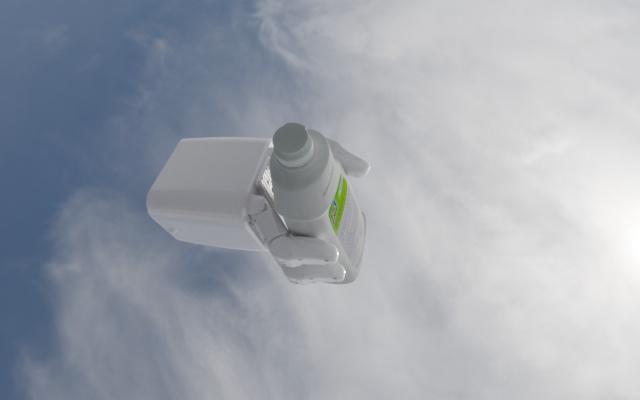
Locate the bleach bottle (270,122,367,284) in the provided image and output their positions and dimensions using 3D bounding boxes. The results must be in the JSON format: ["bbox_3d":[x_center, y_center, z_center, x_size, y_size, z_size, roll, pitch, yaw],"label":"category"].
[{"bbox_3d":[0.000,0.002,0.474,0.068,0.102,0.251,3,-26,13],"label":"bleach bottle"}]
